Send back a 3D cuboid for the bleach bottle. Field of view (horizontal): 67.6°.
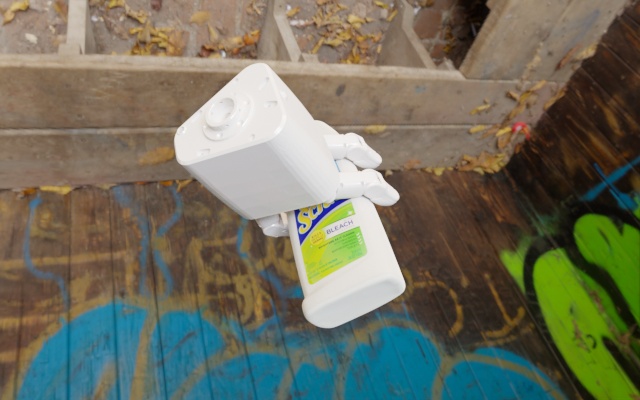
[{"bbox_3d":[0.000,0.002,0.521,0.102,0.250,0.068,-28,-36,11],"label":"bleach bottle"}]
